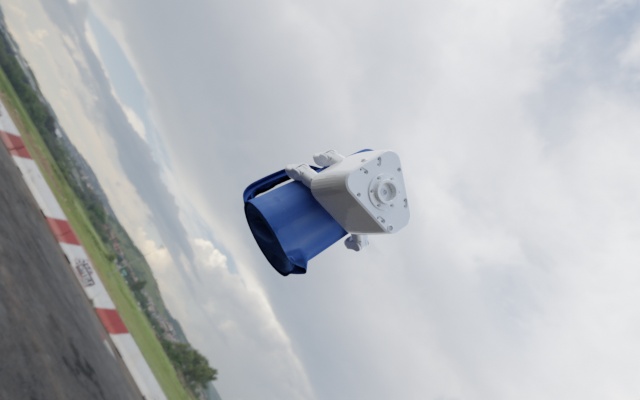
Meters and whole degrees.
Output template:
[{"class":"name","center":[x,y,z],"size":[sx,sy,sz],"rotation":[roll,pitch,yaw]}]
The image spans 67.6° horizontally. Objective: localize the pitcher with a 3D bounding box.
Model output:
[{"class":"pitcher","center":[0.000,0.003,0.792],"size":[0.243,0.149,0.145],"rotation":[-29,11,-22]}]
